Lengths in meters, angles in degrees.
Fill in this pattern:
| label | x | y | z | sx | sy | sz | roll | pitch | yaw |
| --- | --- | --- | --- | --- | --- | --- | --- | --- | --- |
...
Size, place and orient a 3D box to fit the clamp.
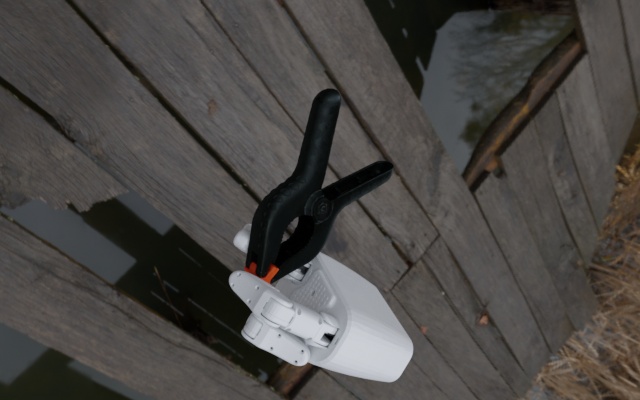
| label | x | y | z | sx | sy | sz | roll | pitch | yaw |
| --- | --- | --- | --- | --- | --- | --- | --- | --- | --- |
| clamp | 0.000 | 0.002 | 0.427 | 0.120 | 0.171 | 0.039 | 32 | -2 | -37 |
